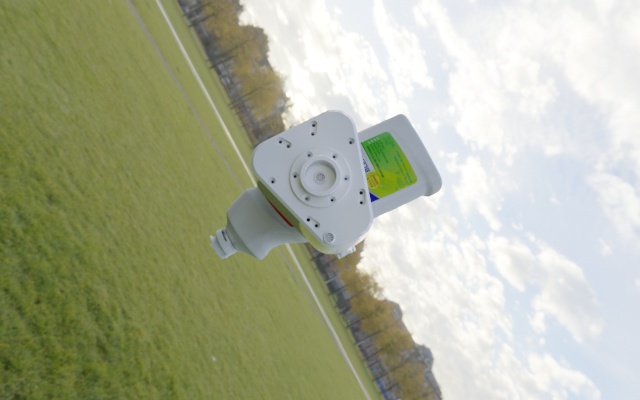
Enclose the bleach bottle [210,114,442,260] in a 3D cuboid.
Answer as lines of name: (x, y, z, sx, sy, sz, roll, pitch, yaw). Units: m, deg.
bleach bottle: (0.000, 0.002, 0.531, 0.251, 0.102, 0.068, -27, -6, -3)
